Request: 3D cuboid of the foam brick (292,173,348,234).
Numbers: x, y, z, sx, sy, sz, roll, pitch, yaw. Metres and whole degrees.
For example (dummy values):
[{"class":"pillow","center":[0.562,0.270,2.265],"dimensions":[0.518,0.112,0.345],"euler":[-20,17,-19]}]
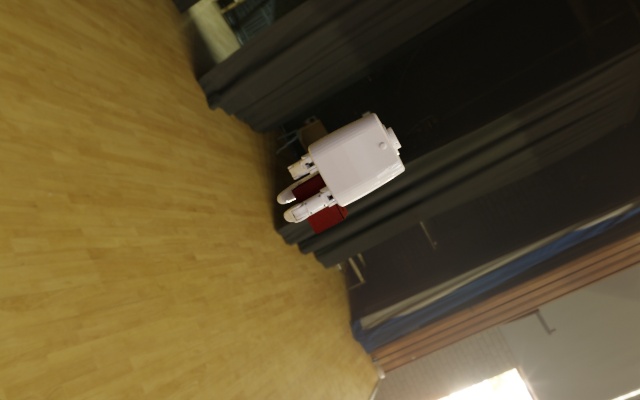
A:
[{"class":"foam brick","center":[0.000,0.003,0.722],"dimensions":[0.051,0.078,0.053],"euler":[-28,5,11]}]
